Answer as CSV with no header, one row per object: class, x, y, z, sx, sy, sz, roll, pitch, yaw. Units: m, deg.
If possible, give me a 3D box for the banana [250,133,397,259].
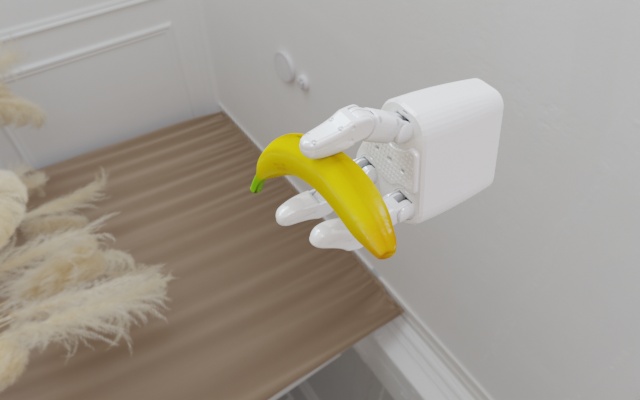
banana,-0.002,-0.017,0.397,0.037,0.070,0.197,-14,24,-31
